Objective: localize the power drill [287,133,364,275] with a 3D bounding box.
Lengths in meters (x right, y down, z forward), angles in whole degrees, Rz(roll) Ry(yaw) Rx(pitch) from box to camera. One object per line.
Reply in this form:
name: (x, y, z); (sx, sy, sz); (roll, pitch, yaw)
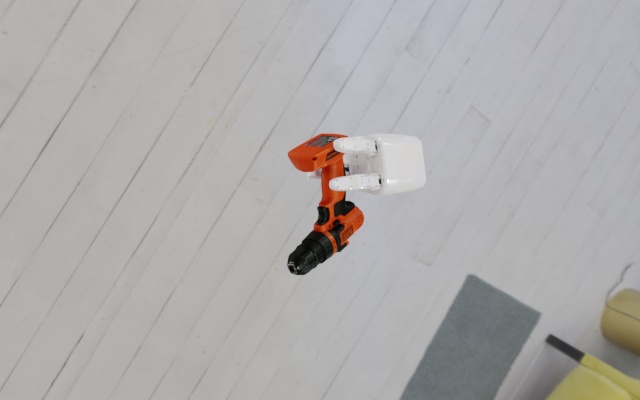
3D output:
power drill: (0.000, 0.002, 0.741); (0.057, 0.188, 0.184); (11, 32, 32)
